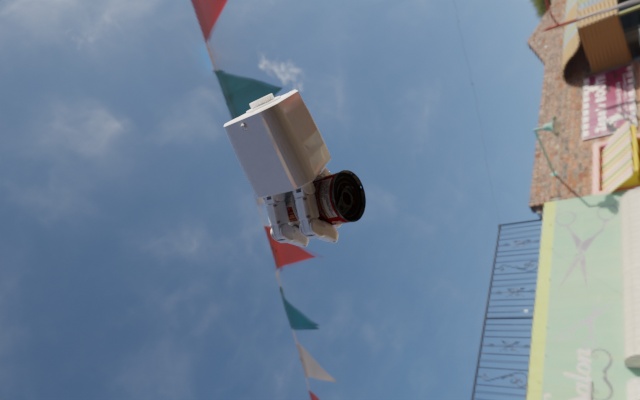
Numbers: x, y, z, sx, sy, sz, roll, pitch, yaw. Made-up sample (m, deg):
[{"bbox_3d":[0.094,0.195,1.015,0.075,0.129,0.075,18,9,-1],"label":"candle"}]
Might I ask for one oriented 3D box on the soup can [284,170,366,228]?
[{"bbox_3d":[0.000,0.003,0.643,0.102,0.068,0.068,-12,-8,40],"label":"soup can"}]
